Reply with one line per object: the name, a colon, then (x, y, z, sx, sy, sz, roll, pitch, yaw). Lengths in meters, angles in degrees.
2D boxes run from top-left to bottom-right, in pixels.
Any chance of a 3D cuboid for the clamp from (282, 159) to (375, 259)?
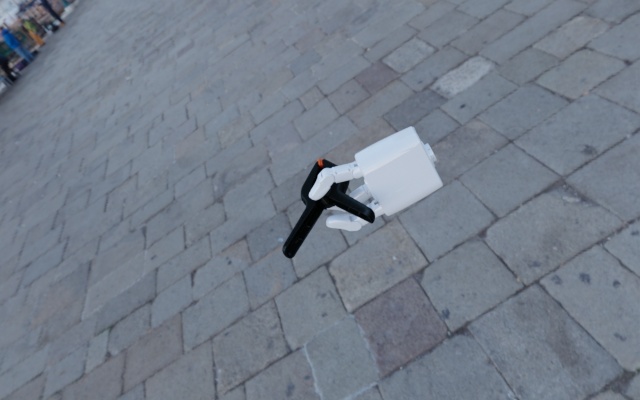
clamp: (0.000, 0.002, 0.824, 0.164, 0.036, 0.209, -28, 36, 12)
